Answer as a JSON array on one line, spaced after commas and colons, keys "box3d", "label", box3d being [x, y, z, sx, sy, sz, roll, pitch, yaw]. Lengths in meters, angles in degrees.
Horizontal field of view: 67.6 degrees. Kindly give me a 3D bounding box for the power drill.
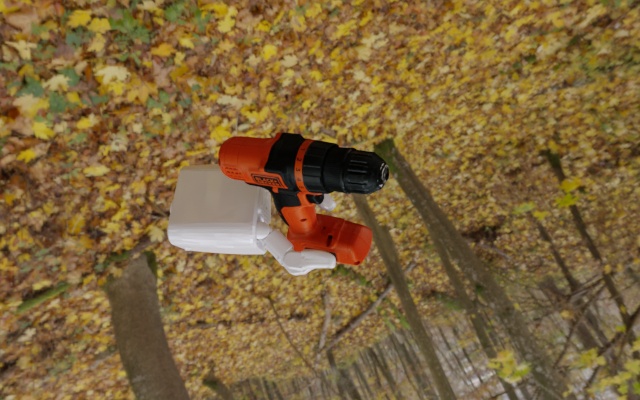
[{"box3d": [0.000, 0.002, 0.524, 0.184, 0.057, 0.188, 11, -31, 28], "label": "power drill"}]
